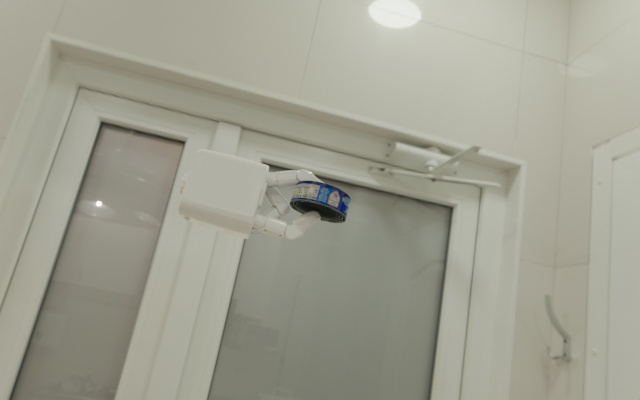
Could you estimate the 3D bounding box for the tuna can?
[{"bbox_3d":[0.000,0.002,0.699,0.086,0.033,0.086,15,-16,5],"label":"tuna can"}]
